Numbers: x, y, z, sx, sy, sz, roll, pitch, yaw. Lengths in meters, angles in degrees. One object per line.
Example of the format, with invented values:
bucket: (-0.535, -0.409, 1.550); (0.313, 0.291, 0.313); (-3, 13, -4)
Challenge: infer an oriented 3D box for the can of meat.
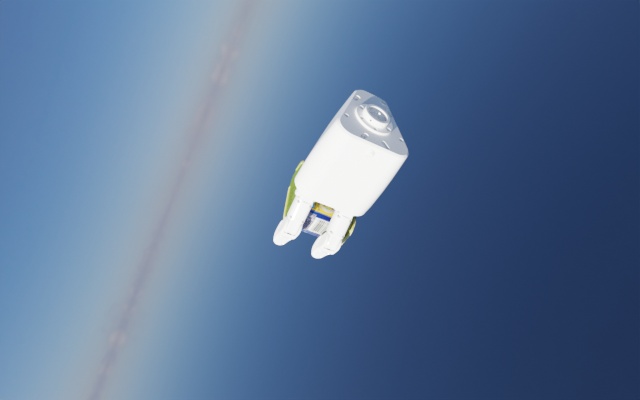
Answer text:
can of meat: (0.000, 0.002, 0.655); (0.084, 0.102, 0.057); (22, -44, -16)
